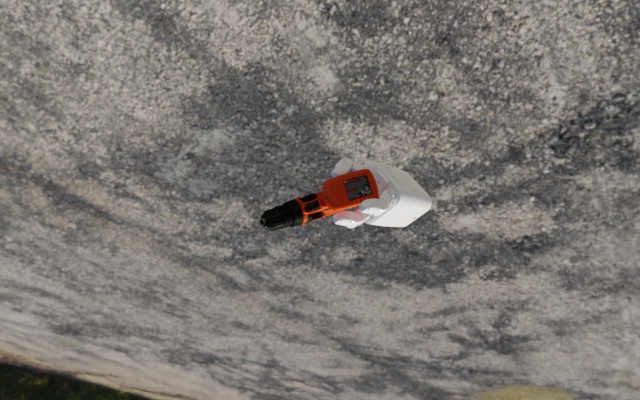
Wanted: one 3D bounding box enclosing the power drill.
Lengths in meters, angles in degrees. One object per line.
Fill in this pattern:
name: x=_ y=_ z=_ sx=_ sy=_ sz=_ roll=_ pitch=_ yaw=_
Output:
power drill: x=0.001 y=0.003 z=0.852 sx=0.184 sy=0.057 sz=0.188 roll=-18 pitch=-2 yaw=-30
